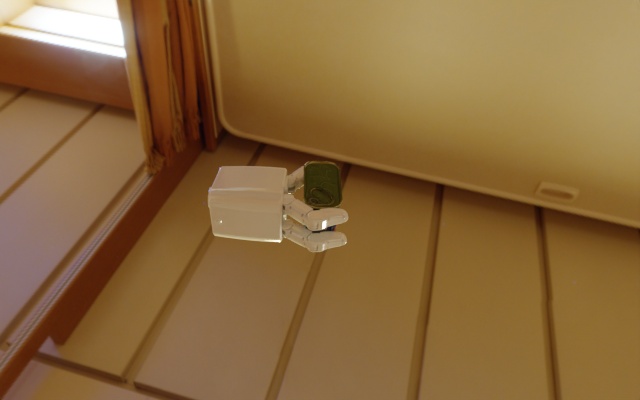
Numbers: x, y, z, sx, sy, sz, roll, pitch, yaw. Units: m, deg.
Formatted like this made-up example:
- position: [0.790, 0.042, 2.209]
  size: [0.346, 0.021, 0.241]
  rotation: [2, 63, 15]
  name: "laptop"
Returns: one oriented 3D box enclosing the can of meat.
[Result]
- position: [0.000, 0.003, 0.749]
  size: [0.057, 0.102, 0.084]
  rotation: [2, -45, -4]
  name: "can of meat"
